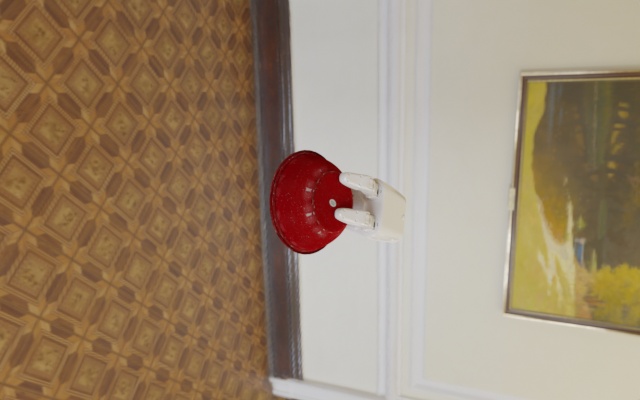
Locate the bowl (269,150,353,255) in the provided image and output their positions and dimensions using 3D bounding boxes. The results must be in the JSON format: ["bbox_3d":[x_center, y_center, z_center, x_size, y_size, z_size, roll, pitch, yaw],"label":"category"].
[{"bbox_3d":[0.000,0.002,0.719,0.055,0.162,0.162,-1,-1,43],"label":"bowl"}]
